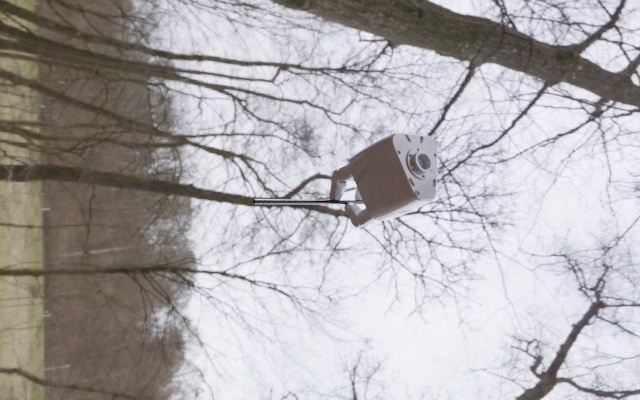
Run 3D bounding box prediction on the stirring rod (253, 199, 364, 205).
[{"bbox_3d":[0.000,0.003,0.802,0.239,0.011,0.011,1,0,-32],"label":"stirring rod"}]
